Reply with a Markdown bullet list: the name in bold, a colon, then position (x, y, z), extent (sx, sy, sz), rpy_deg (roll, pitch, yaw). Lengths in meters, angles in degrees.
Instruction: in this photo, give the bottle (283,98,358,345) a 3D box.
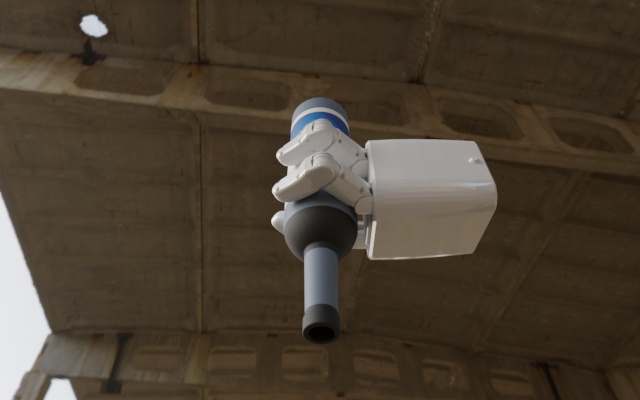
- **bottle**: position (0.000, 0.001, 0.453), extent (0.069, 0.069, 0.295), rpy_deg (0, 40, 0)
